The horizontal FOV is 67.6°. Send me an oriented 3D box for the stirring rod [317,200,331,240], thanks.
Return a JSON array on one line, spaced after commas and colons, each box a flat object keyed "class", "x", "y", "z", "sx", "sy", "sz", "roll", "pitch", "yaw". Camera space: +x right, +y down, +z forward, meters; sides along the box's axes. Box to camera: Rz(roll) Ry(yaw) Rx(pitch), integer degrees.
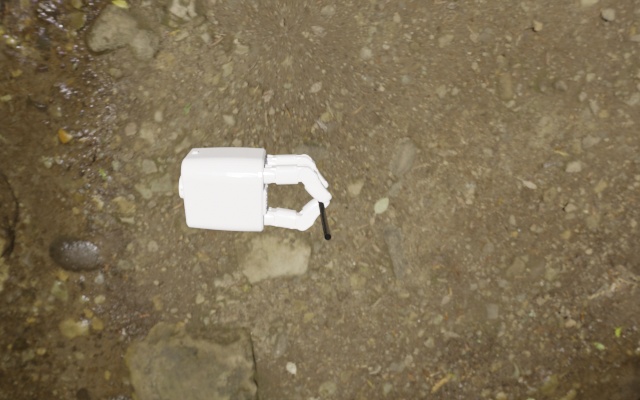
[{"class": "stirring rod", "x": 0.000, "y": 0.002, "z": 0.655, "sx": 0.011, "sy": 0.011, "sz": 0.239, "roll": 0, "pitch": 19, "yaw": -4}]
